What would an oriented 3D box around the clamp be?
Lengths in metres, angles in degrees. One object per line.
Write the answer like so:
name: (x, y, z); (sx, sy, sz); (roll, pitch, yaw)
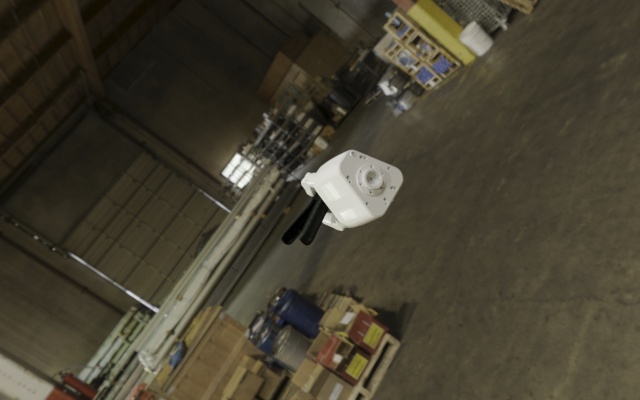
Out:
clamp: (0.000, 0.002, 0.900); (0.036, 0.210, 0.164); (38, -21, -11)
